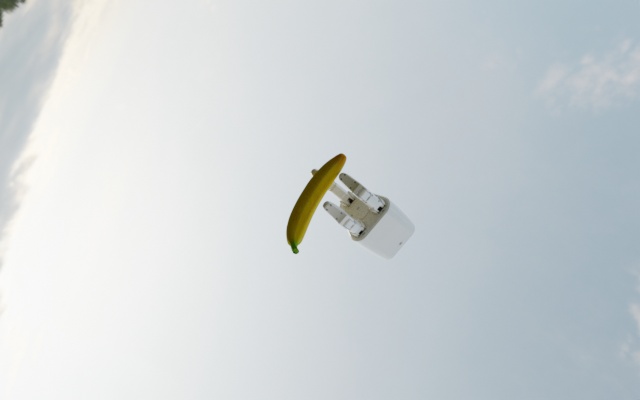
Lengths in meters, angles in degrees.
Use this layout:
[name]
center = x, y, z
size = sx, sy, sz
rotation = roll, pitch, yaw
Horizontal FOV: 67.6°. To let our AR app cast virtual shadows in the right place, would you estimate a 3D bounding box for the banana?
[banana]
center = -0.013, 0.004, 0.834
size = 0.037, 0.197, 0.069
rotation = 37, -20, -36
